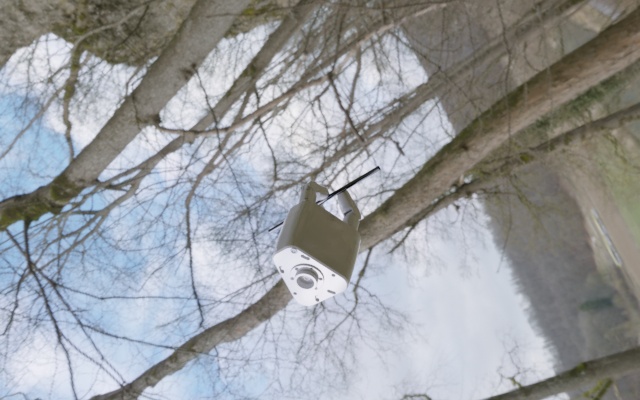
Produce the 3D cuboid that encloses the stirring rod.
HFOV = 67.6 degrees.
[{"bbox_3d":[0.000,0.003,0.799,0.239,0.011,0.011,-30,-16,29],"label":"stirring rod"}]
